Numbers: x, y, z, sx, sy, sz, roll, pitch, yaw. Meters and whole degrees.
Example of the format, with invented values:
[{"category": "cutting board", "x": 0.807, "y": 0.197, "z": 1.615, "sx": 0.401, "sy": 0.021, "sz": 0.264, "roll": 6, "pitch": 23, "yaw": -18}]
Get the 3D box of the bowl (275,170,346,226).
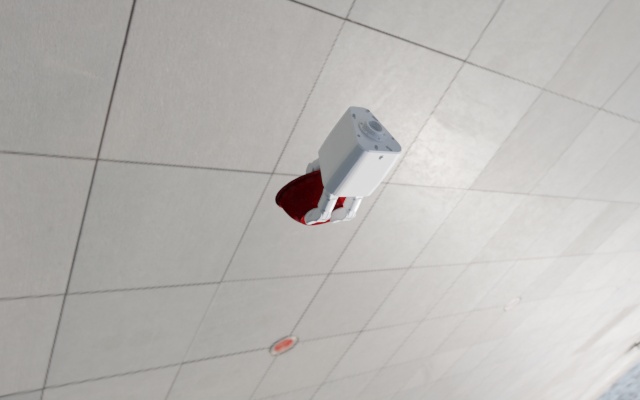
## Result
[{"category": "bowl", "x": 0.000, "y": 0.004, "z": 0.885, "sx": 0.162, "sy": 0.055, "sz": 0.162, "roll": -15, "pitch": -22, "yaw": -6}]
